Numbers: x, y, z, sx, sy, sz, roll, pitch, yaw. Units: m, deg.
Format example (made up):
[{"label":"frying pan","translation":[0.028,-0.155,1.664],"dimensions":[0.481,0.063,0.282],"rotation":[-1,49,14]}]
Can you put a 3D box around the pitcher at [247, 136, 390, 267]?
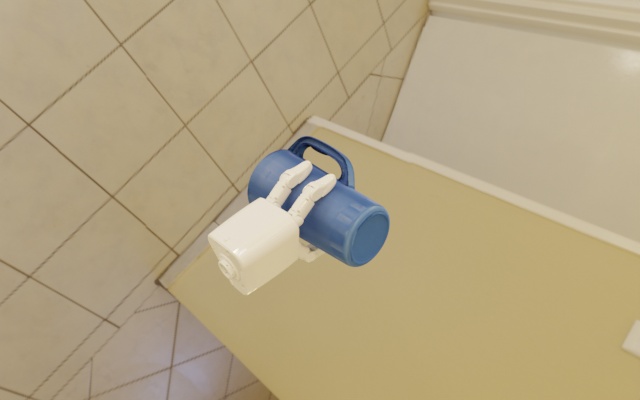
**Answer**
[{"label":"pitcher","translation":[0.000,0.003,0.813],"dimensions":[0.145,0.149,0.242],"rotation":[-34,45,-29]}]
